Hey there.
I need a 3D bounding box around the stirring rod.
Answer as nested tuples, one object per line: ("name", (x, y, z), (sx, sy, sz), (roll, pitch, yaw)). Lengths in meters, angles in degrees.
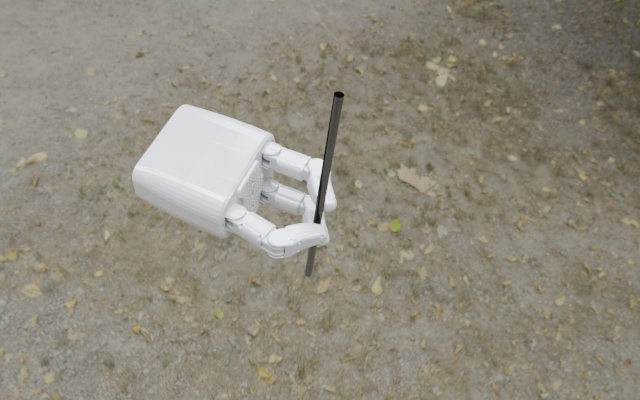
("stirring rod", (0.000, 0.002, 0.444), (0.011, 0.011, 0.240), (0, -42, -9))
